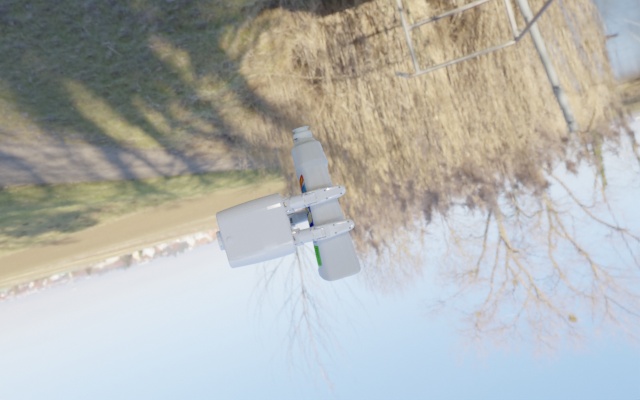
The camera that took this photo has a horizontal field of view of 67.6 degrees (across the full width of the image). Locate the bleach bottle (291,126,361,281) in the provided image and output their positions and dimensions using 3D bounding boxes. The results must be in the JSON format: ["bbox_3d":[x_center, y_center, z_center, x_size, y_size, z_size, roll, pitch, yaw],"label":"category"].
[{"bbox_3d":[0.000,0.003,0.795,0.068,0.251,0.102,-16,1,-8],"label":"bleach bottle"}]
